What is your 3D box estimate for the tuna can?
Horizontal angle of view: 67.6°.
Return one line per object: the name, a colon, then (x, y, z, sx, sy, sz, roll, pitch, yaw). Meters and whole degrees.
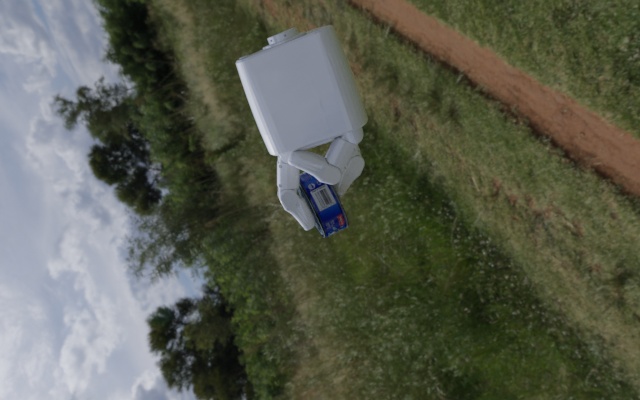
tuna can: (0.000, 0.002, 0.586, 0.034, 0.086, 0.086, -27, 3, -7)
